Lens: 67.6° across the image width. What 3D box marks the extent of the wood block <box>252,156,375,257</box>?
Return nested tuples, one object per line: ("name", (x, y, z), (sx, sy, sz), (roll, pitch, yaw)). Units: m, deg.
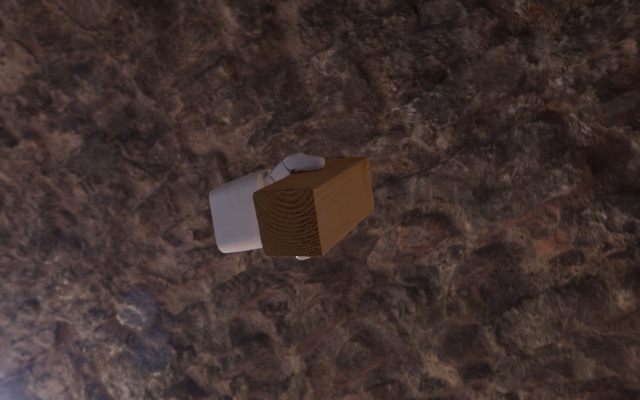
("wood block", (0.000, 0.002, 0.690), (0.090, 0.091, 0.206), (-3, 15, 26))
